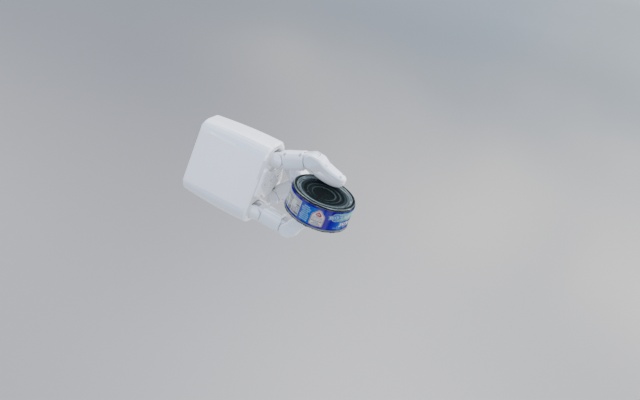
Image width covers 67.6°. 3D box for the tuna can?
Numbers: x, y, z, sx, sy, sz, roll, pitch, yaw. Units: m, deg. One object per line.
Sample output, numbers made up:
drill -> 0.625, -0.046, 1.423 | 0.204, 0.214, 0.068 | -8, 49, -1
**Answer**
tuna can -> 0.000, 0.002, 0.600 | 0.086, 0.034, 0.086 | 18, 27, -9
